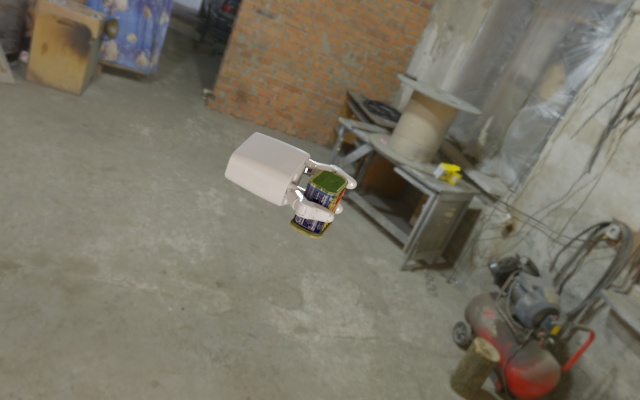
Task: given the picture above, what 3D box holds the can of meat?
[{"bbox_3d":[0.000,0.002,0.793,0.057,0.084,0.102,26,22,8],"label":"can of meat"}]
